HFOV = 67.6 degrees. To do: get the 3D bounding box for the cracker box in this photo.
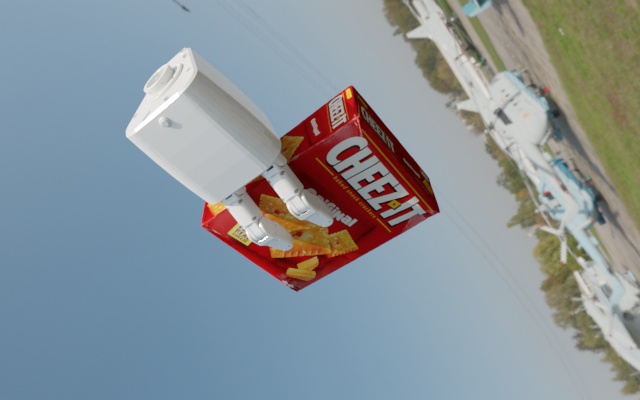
[{"bbox_3d":[0.000,0.002,0.542,0.214,0.072,0.164,-32,-54,22],"label":"cracker box"}]
